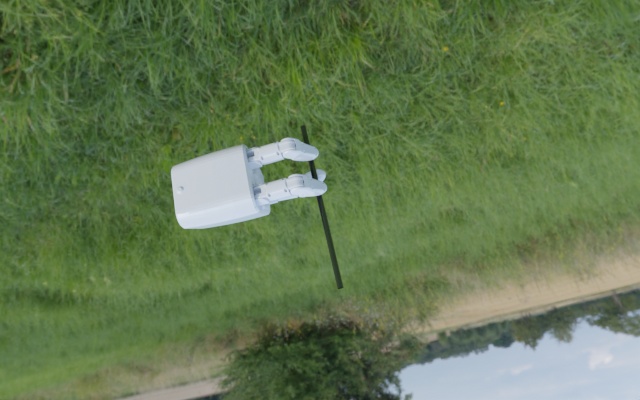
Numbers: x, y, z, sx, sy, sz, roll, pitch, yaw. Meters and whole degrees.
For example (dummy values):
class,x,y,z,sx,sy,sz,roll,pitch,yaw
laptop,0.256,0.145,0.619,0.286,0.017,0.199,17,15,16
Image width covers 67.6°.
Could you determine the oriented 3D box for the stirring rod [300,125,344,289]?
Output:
class,x,y,z,sx,sy,sz,roll,pitch,yaw
stirring rod,0.000,0.002,0.649,0.011,0.239,0.011,-11,-21,-4
